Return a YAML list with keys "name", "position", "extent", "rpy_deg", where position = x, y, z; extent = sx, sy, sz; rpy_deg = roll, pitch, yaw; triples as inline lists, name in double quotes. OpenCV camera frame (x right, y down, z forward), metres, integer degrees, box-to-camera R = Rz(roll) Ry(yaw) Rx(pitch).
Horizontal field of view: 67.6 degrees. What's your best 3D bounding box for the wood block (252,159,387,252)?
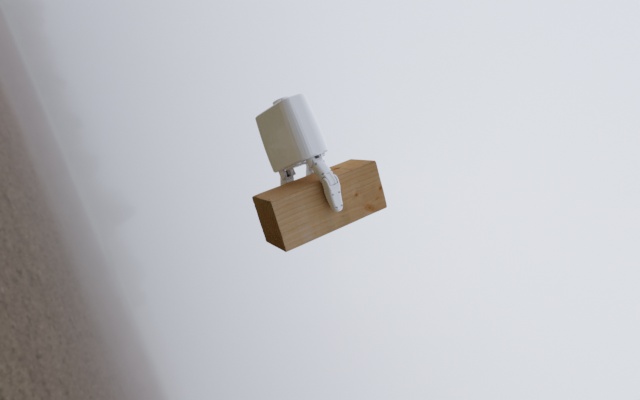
- name: "wood block"
  position: [0.000, 0.002, 0.833]
  extent: [0.206, 0.090, 0.091]
  rpy_deg: [-22, 16, -23]
